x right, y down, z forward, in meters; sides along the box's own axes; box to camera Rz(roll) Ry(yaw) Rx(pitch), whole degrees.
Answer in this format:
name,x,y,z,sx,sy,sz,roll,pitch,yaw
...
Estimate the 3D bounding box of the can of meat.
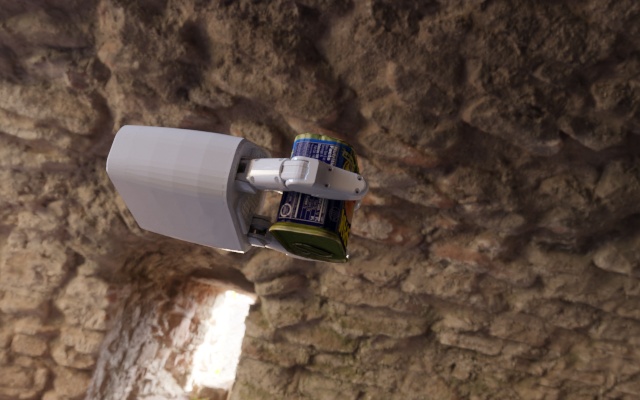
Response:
name,x,y,z,sx,sy,sz,roll,pitch,yaw
can of meat,0.000,0.001,0.412,0.057,0.084,0.102,8,-17,11
